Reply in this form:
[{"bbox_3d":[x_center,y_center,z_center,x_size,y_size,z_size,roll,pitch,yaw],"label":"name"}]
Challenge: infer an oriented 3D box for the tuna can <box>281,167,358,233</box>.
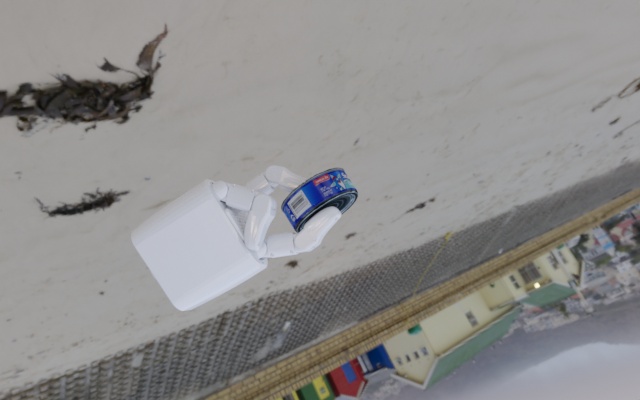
[{"bbox_3d":[0.000,0.002,0.546,0.086,0.033,0.086,-30,-17,-10],"label":"tuna can"}]
